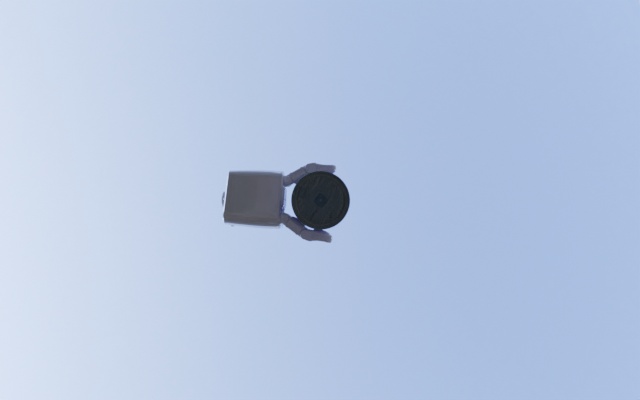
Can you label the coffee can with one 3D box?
[{"bbox_3d":[0.000,0.003,0.897,0.103,0.103,0.140,0,-3,0],"label":"coffee can"}]
